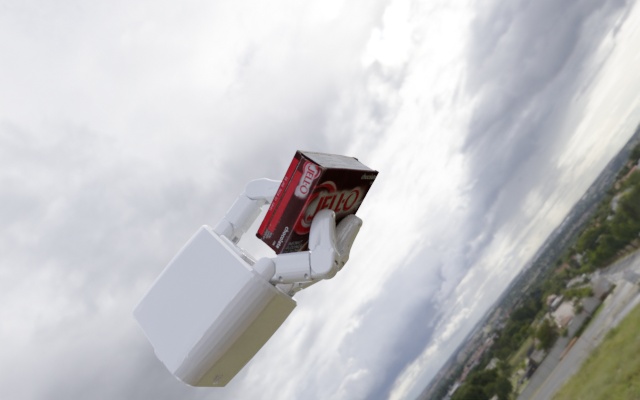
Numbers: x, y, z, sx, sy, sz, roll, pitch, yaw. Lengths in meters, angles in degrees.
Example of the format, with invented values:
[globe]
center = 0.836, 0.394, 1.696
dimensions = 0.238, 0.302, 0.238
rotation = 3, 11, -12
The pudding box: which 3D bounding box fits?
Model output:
[pudding box]
center = 0.000, 0.001, 0.451
dimensions = 0.039, 0.090, 0.113
rotation = 36, 19, 23
